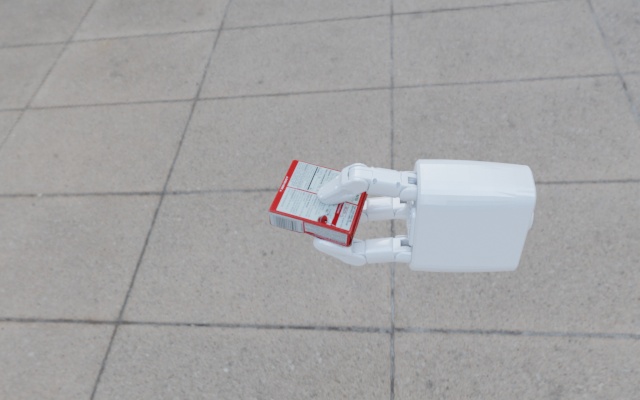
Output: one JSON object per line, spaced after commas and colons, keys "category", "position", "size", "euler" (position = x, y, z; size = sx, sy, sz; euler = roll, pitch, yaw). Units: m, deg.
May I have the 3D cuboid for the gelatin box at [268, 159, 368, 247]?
{"category": "gelatin box", "position": [0.000, 0.001, 0.497], "size": [0.089, 0.073, 0.030], "euler": [15, -34, 10]}
